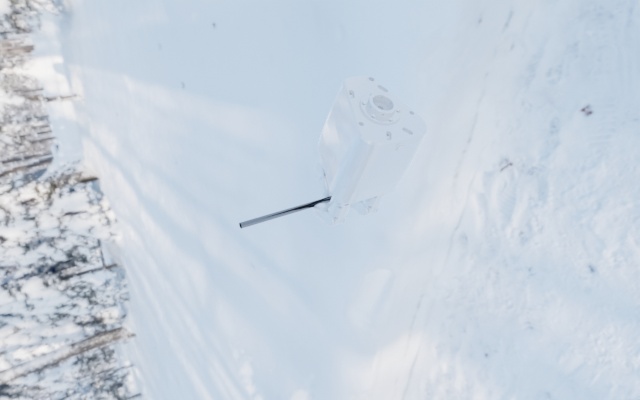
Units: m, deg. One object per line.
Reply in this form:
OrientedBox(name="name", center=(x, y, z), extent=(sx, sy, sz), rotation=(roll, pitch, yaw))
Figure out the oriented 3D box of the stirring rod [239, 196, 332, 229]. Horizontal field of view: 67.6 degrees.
OrientedBox(name="stirring rod", center=(0.000, 0.002, 0.667), extent=(0.239, 0.011, 0.011), rotation=(-16, 7, -27))
